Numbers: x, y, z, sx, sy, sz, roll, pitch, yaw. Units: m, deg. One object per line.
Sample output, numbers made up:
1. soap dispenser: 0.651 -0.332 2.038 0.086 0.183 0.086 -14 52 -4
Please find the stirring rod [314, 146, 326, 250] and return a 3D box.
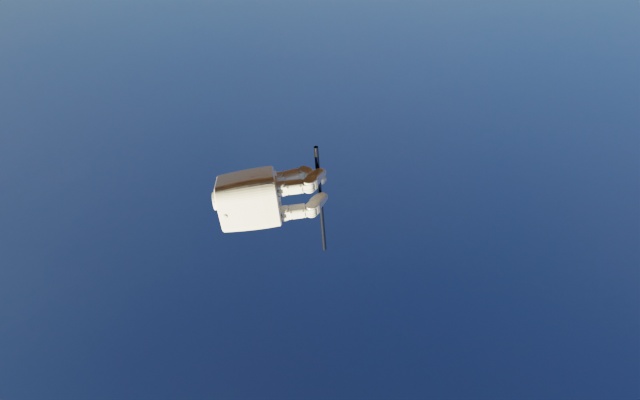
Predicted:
1. stirring rod: 0.000 0.003 0.900 0.011 0.240 0.011 -3 37 2
